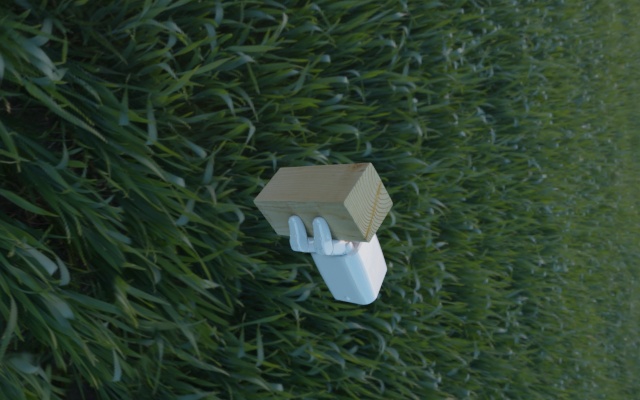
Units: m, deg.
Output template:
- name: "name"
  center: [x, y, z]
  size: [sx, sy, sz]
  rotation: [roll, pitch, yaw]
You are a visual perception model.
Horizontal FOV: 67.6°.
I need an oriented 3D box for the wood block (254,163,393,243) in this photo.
- name: "wood block"
  center: [0.001, 0.003, 0.791]
  size: [0.206, 0.090, 0.090]
  rotation: [1, 44, 44]
